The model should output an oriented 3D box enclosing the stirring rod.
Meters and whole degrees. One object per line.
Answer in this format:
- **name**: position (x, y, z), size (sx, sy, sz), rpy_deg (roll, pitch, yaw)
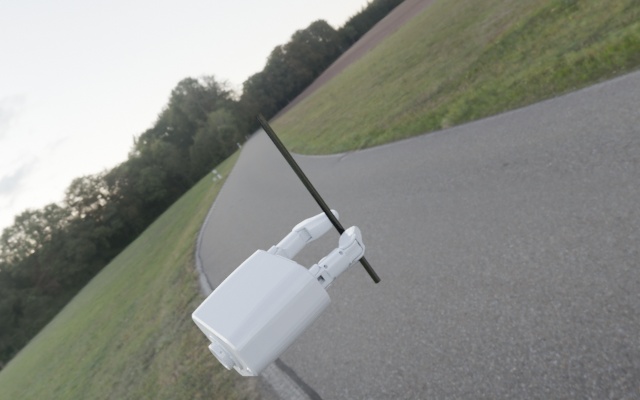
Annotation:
- **stirring rod**: position (0.000, 0.002, 0.546), size (0.011, 0.239, 0.011), rpy_deg (-34, 13, 9)
